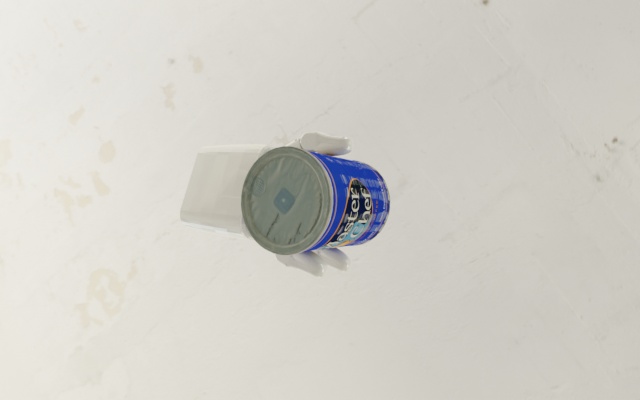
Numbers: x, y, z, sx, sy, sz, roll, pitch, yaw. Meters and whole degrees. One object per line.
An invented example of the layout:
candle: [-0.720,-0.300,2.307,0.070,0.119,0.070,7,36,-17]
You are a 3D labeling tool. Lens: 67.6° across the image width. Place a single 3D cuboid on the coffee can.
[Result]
coffee can: [0.000,0.002,0.507,0.103,0.103,0.140,0,-1,31]
